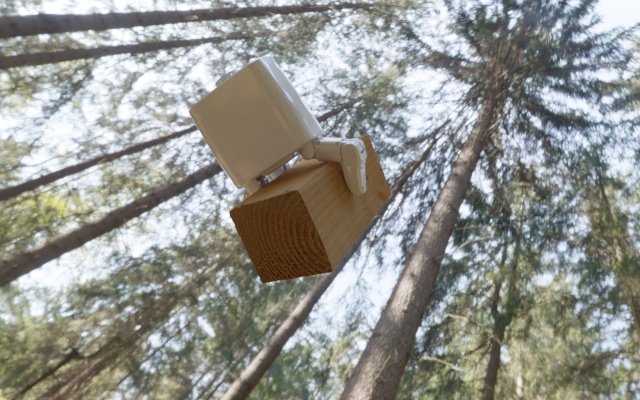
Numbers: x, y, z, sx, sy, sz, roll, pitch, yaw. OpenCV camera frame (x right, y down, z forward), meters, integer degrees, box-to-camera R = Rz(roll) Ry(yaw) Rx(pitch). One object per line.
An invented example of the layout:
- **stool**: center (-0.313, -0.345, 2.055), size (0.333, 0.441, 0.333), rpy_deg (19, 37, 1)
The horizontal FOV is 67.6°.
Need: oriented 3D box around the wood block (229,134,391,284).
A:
- **wood block**: center (0.000, 0.001, 0.556), size (0.091, 0.090, 0.206), rpy_deg (-15, 15, 30)
